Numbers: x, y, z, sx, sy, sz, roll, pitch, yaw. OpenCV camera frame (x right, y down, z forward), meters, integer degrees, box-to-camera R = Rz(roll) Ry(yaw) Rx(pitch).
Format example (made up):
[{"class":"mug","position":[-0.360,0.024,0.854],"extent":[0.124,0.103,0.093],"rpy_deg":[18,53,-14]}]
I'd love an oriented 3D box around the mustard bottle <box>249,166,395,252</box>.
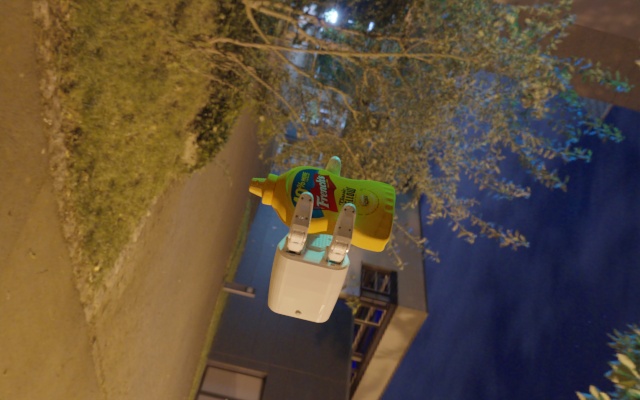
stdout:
[{"class":"mustard bottle","position":[0.000,0.002,0.636],"extent":[0.191,0.096,0.058],"rpy_deg":[14,-35,-2]}]
